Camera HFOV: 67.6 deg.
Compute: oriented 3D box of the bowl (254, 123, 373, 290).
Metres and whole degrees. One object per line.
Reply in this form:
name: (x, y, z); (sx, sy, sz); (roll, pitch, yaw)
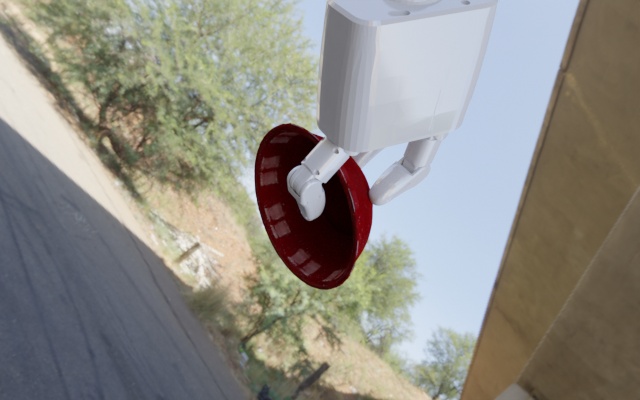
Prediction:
bowl: (0.000, 0.002, 0.465); (0.055, 0.162, 0.162); (-18, 11, -35)
